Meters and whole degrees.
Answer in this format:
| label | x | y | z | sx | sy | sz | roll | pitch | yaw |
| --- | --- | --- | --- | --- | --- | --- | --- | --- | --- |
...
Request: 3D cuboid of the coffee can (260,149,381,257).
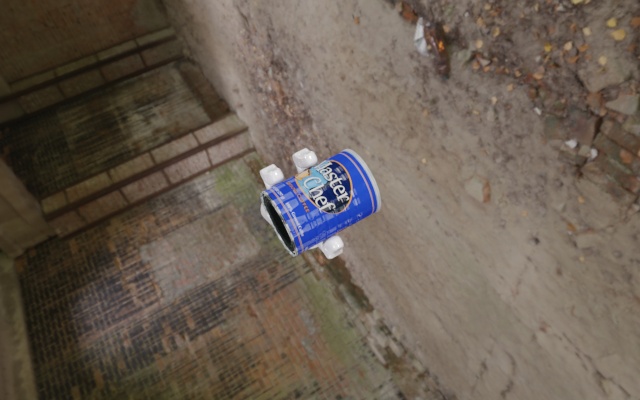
| label | x | y | z | sx | sy | sz | roll | pitch | yaw |
| --- | --- | --- | --- | --- | --- | --- | --- | --- | --- |
| coffee can | 0.000 | 0.002 | 0.679 | 0.140 | 0.103 | 0.103 | -28 | 8 | -15 |
